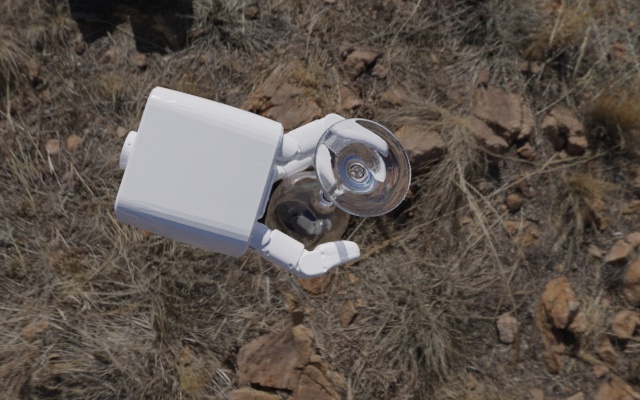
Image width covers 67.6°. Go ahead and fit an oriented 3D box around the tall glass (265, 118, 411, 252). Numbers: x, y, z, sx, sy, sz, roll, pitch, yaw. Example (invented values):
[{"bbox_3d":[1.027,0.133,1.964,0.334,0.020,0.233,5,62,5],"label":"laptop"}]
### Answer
[{"bbox_3d":[0.000,0.001,0.428,0.079,0.079,0.201,0,-15,-18],"label":"tall glass"}]
